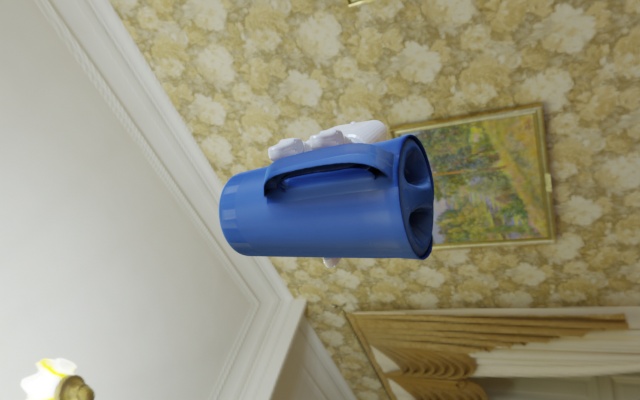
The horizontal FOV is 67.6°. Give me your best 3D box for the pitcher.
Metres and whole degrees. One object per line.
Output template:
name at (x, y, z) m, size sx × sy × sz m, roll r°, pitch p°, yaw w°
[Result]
pitcher at (0.000, 0.002, 0.551) m, size 0.243 × 0.149 × 0.145 m, roll -6°, pitch 19°, yaw 27°
